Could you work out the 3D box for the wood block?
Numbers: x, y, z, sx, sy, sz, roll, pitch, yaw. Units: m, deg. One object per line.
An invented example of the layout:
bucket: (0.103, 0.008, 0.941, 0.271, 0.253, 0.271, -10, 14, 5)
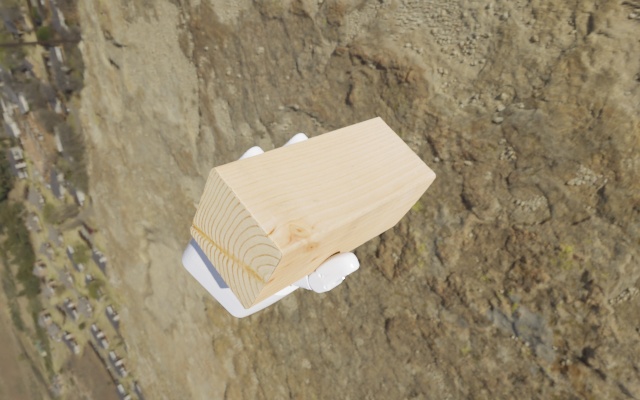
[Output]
wood block: (0.000, 0.002, 0.442, 0.206, 0.090, 0.090, -24, -23, -41)
